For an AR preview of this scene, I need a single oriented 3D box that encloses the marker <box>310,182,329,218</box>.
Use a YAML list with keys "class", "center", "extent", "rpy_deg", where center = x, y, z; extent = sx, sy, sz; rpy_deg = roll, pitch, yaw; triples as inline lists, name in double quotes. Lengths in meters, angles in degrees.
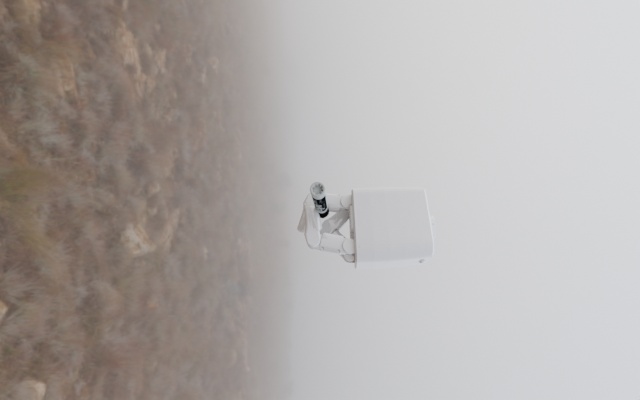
- class: "marker"
  center: [0.000, 0.002, 0.631]
  extent: [0.020, 0.020, 0.121]
  rpy_deg: [0, -15, 3]
